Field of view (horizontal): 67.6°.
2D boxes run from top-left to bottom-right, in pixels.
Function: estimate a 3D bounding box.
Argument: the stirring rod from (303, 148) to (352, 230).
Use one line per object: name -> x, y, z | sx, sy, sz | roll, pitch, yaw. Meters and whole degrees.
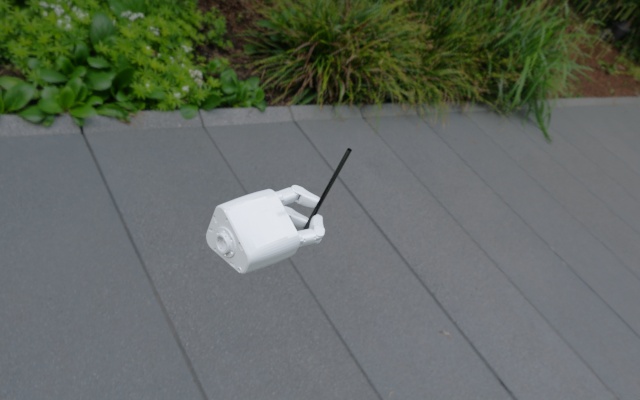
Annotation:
stirring rod -> 0.000, 0.003, 0.833 | 0.011, 0.011, 0.240 | 0, -44, -32
